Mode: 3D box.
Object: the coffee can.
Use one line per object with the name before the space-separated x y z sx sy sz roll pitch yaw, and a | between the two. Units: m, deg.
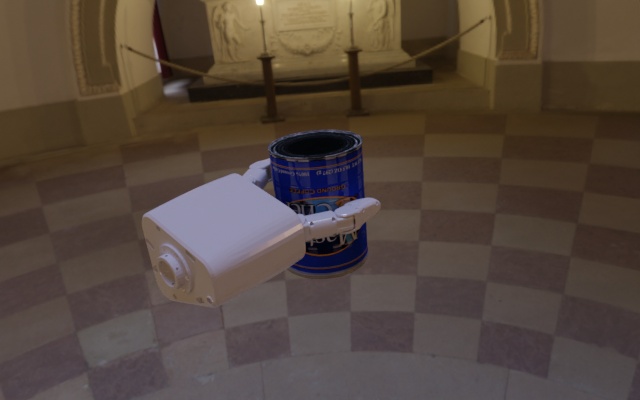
coffee can | 0.000 0.002 0.539 0.103 0.140 0.102 -4 23 2
